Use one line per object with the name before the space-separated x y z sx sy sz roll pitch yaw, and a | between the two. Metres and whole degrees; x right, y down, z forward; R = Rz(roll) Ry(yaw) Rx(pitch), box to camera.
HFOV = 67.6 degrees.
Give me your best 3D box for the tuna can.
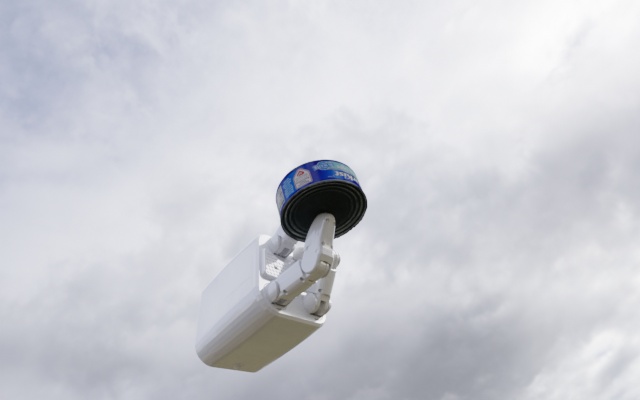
tuna can | 0.000 0.001 0.465 0.086 0.033 0.086 -10 -42 -10
